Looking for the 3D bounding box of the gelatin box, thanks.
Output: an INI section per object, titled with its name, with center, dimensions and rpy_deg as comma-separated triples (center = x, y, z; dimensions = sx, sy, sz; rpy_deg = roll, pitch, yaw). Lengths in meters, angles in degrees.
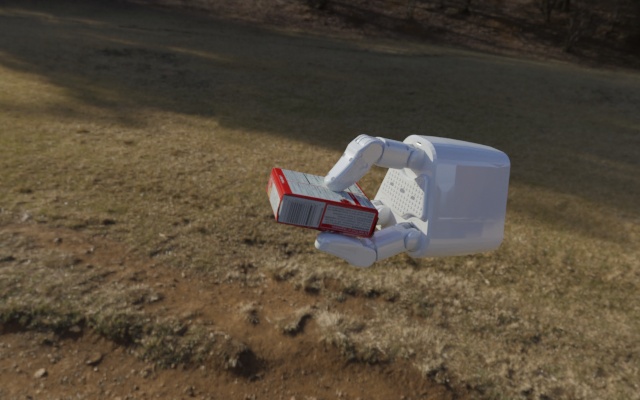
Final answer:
[gelatin box]
center = 0.000, 0.001, 0.433
dimensions = 0.089, 0.030, 0.073
rpy_deg = 11, 19, -17
